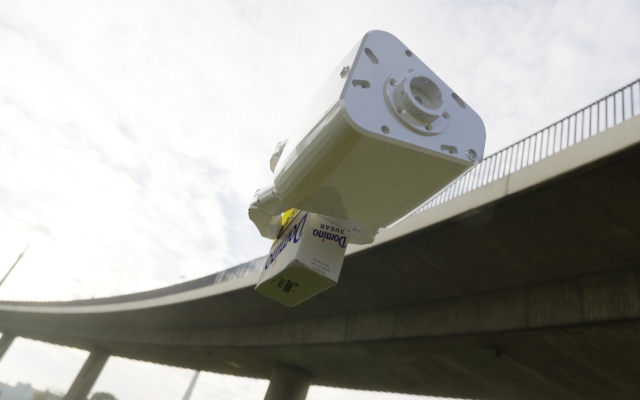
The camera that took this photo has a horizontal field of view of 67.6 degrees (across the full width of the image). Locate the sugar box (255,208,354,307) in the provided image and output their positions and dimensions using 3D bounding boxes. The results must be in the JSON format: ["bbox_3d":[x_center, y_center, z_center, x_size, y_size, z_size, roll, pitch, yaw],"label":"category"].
[{"bbox_3d":[0.000,0.001,0.437,0.048,0.176,0.093,30,-34,-13],"label":"sugar box"}]
